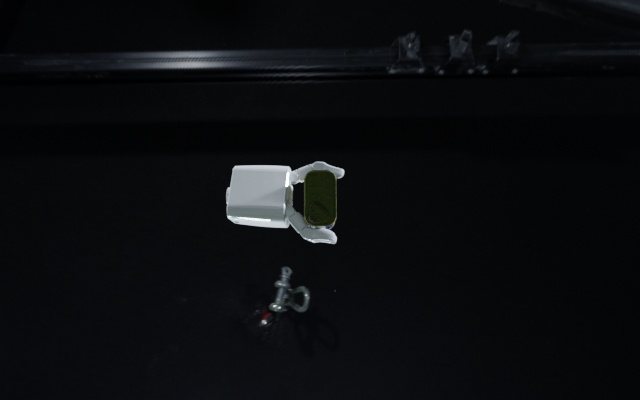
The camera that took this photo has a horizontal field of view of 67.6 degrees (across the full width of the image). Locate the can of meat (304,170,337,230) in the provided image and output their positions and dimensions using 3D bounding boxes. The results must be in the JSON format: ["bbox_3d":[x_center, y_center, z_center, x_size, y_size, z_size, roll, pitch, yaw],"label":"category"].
[{"bbox_3d":[0.000,0.003,0.880,0.057,0.102,0.084,-1,-11,1],"label":"can of meat"}]
